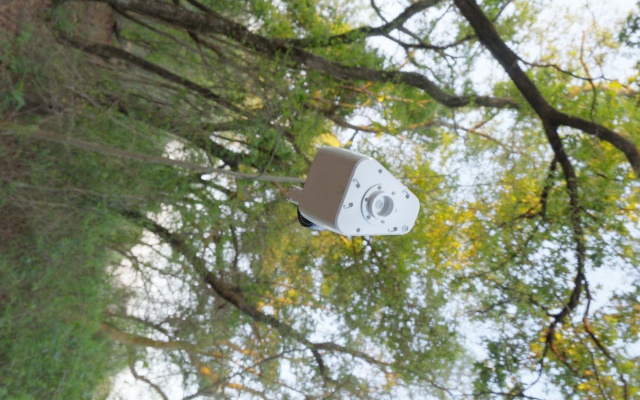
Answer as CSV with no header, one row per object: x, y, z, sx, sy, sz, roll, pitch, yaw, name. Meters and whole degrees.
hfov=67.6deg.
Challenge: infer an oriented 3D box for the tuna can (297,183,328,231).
0.001,0.002,0.719,0.034,0.086,0.086,16,-8,-29,tuna can
